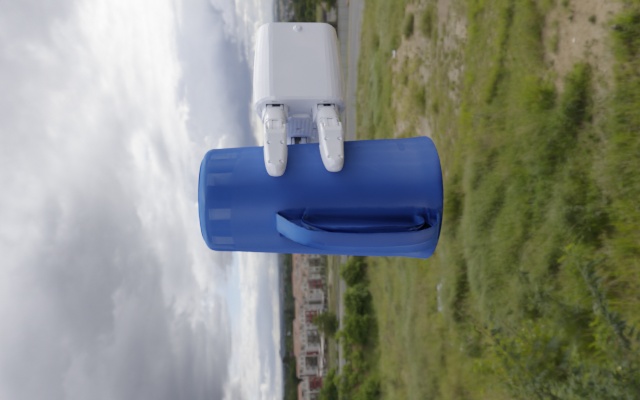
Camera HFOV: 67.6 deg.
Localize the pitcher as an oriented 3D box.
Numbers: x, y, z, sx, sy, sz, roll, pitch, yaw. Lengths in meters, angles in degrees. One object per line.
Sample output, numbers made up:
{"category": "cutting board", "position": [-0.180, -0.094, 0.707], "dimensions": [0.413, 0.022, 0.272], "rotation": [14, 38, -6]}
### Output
{"category": "pitcher", "position": [0.000, 0.001, 0.502], "dimensions": [0.243, 0.145, 0.149], "rotation": [-1, -21, -5]}
